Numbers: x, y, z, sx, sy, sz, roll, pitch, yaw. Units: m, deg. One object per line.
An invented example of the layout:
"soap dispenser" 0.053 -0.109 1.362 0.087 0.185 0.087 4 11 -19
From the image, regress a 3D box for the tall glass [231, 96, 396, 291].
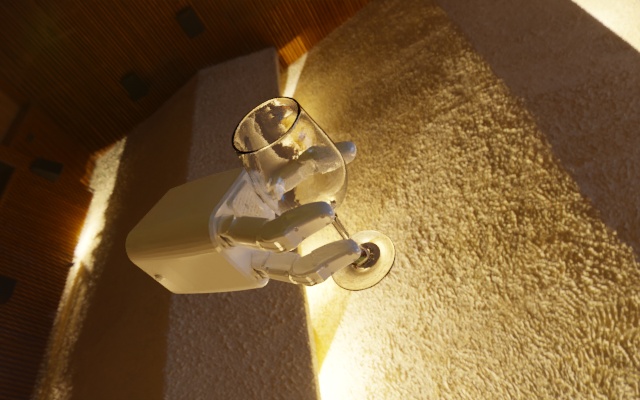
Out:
"tall glass" 0.001 0.002 0.435 0.079 0.079 0.201 0 -38 33
